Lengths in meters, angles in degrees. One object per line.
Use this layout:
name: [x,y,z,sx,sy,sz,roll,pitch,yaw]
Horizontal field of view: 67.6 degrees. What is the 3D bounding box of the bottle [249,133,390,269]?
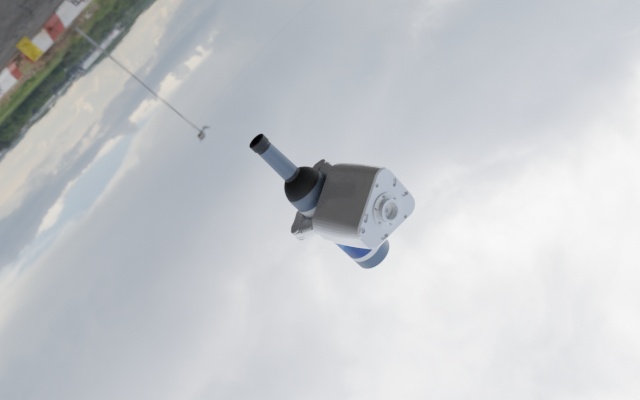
bottle: [0.000,0.003,0.753,0.296,0.069,0.069,44,-26,-30]
